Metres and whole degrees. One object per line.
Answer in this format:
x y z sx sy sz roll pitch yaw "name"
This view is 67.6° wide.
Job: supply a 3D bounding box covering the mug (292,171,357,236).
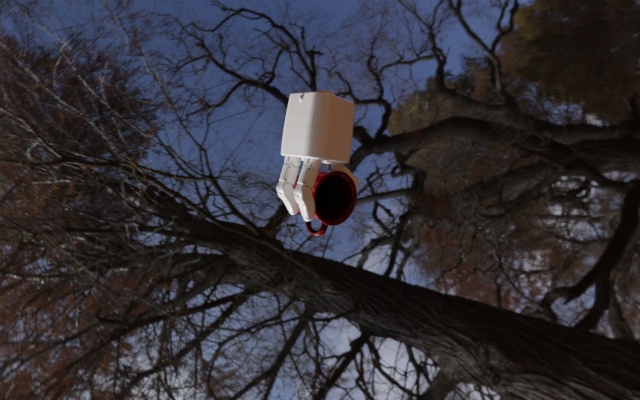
0.000 0.004 0.830 0.093 0.117 0.081 6 4 -38 "mug"
